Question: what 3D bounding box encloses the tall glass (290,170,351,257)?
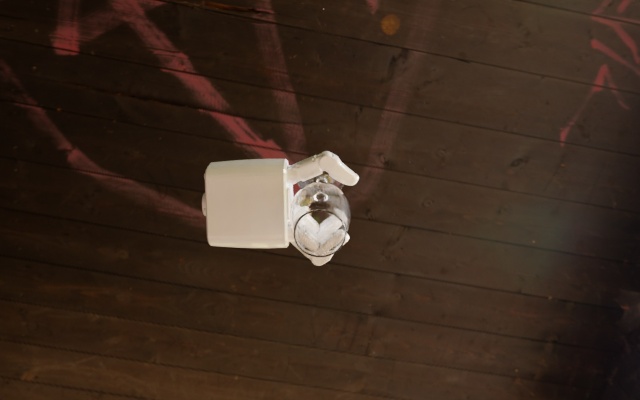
[{"bbox_3d":[0.000,0.002,0.645,0.079,0.079,0.201,0,22,0],"label":"tall glass"}]
